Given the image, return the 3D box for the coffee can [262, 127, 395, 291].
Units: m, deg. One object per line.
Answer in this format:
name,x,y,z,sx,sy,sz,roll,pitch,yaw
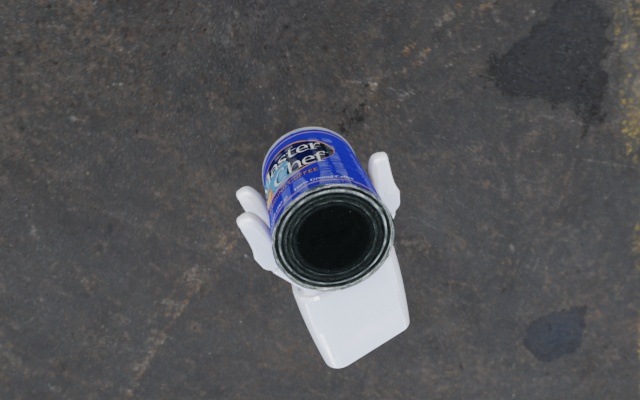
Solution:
coffee can,0.000,0.001,0.449,0.103,0.103,0.140,0,27,-10
